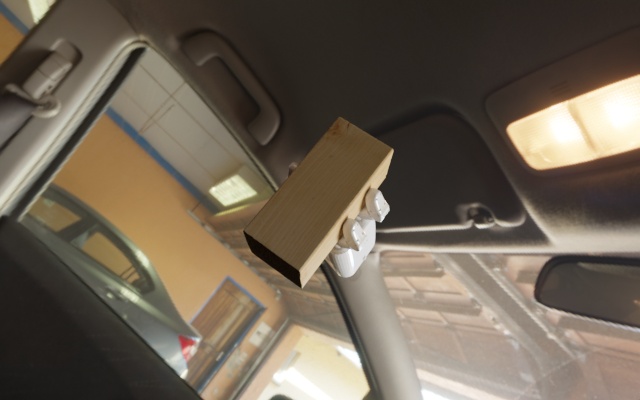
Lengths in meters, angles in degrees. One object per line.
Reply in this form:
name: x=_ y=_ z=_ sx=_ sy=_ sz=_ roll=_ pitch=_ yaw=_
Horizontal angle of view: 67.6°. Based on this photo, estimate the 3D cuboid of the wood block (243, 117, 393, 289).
wood block: x=0.000 y=0.002 z=0.644 sx=0.091 sy=0.206 sz=0.090 roll=33 pitch=-20 yaw=14
